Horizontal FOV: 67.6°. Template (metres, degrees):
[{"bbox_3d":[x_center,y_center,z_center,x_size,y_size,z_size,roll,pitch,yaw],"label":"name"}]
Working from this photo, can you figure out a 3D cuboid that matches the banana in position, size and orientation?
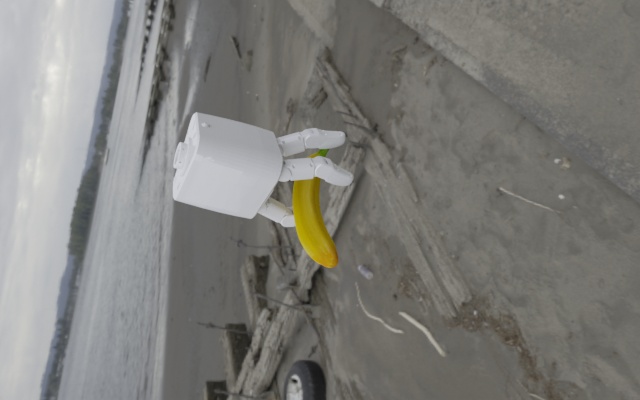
[{"bbox_3d":[-0.010,0.009,0.629,0.037,0.197,0.070,17,-39,-27],"label":"banana"}]
